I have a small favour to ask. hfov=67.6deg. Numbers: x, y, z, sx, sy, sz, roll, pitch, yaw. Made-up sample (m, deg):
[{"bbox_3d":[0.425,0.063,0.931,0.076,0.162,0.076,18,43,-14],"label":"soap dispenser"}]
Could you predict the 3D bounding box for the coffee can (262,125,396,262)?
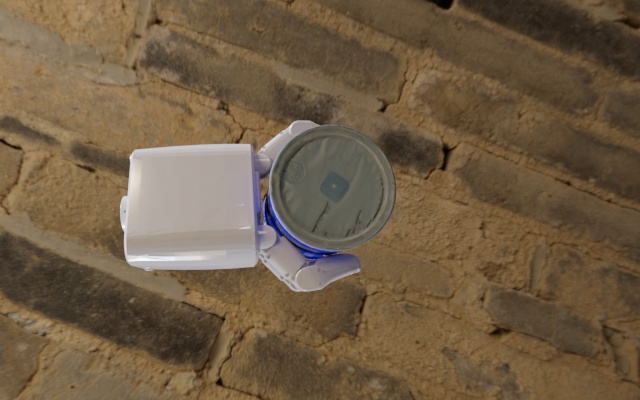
[{"bbox_3d":[0.000,0.001,0.445,0.103,0.102,0.140,0,-11,-9],"label":"coffee can"}]
